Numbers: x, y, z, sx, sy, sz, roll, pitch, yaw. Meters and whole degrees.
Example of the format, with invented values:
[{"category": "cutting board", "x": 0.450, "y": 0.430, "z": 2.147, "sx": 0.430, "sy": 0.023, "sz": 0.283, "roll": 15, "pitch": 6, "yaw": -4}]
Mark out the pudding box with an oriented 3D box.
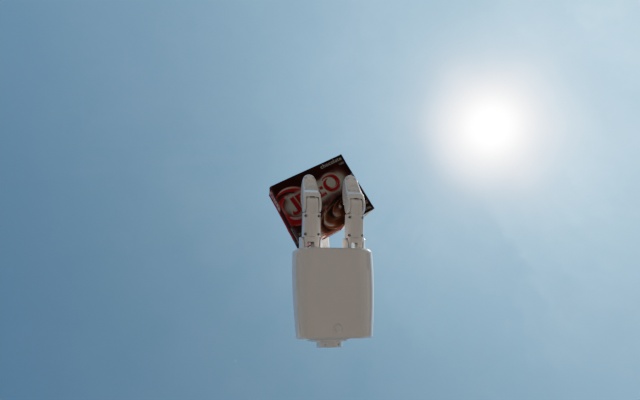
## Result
[{"category": "pudding box", "x": 0.000, "y": 0.002, "z": 0.636, "sx": 0.113, "sy": 0.090, "sz": 0.039, "roll": -26, "pitch": -14, "yaw": -19}]
